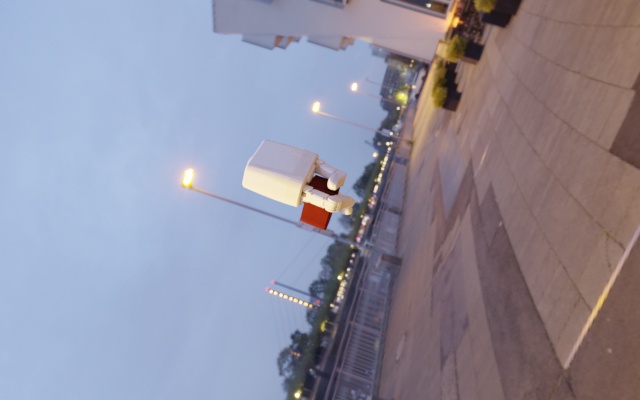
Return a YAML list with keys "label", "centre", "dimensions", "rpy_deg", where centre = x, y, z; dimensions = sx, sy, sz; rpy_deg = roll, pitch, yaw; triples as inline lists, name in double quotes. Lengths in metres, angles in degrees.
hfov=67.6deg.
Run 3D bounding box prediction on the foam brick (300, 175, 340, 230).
- label: "foam brick"
  centre: [0.000, 0.003, 0.864]
  dimensions: [0.051, 0.078, 0.053]
  rpy_deg: [18, 25, 5]
